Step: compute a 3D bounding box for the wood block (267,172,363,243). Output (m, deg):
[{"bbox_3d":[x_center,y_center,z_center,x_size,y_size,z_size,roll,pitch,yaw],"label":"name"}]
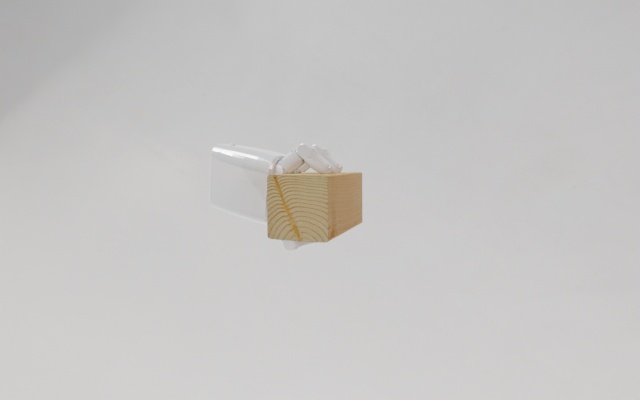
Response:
[{"bbox_3d":[0.000,0.003,0.736,0.090,0.091,0.206,2,5,18],"label":"wood block"}]
